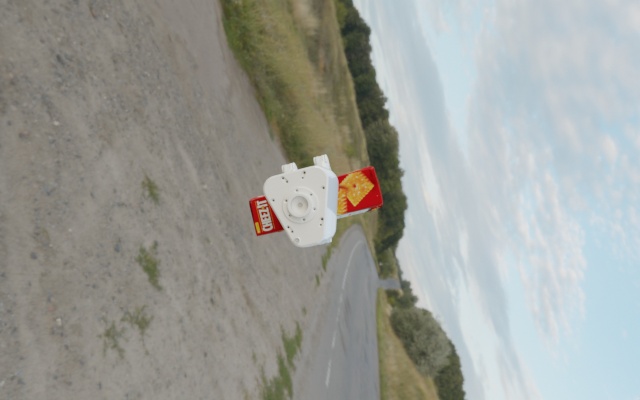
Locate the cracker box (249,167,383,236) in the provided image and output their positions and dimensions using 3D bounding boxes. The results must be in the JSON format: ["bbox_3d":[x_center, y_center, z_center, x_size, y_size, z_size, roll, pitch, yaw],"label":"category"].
[{"bbox_3d":[0.000,0.003,0.846,0.214,0.072,0.164,-14,-3,7],"label":"cracker box"}]
